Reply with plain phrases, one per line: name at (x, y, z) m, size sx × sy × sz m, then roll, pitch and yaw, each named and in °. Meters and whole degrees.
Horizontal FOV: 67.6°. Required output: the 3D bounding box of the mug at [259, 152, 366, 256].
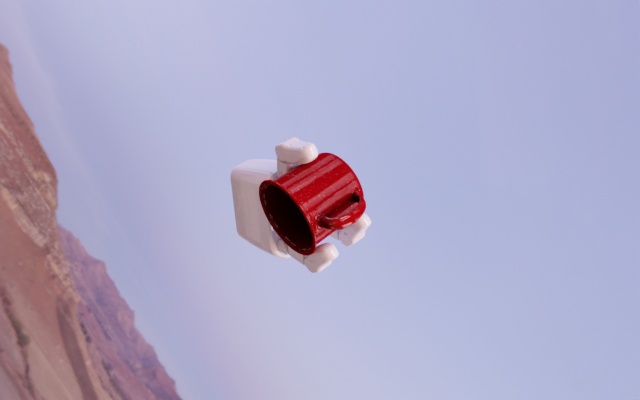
mug at (0.001, 0.002, 0.512) m, size 0.081 × 0.093 × 0.117 m, roll -34°, pitch 29°, yaw -28°
